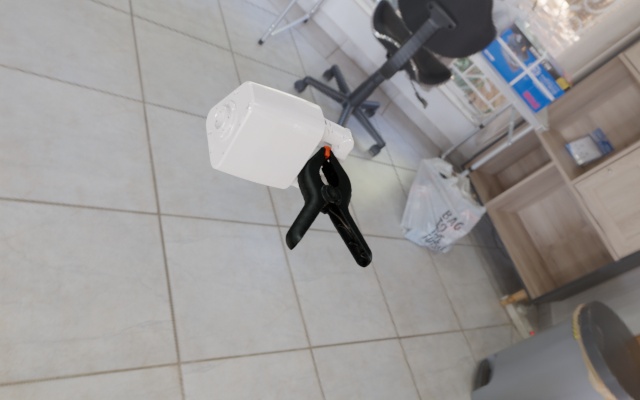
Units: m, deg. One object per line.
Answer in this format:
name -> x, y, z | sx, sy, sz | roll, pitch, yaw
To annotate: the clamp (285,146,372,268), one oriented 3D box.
clamp -> 0.001, 0.002, 0.606 | 0.120, 0.171, 0.039 | 14, -40, -39
